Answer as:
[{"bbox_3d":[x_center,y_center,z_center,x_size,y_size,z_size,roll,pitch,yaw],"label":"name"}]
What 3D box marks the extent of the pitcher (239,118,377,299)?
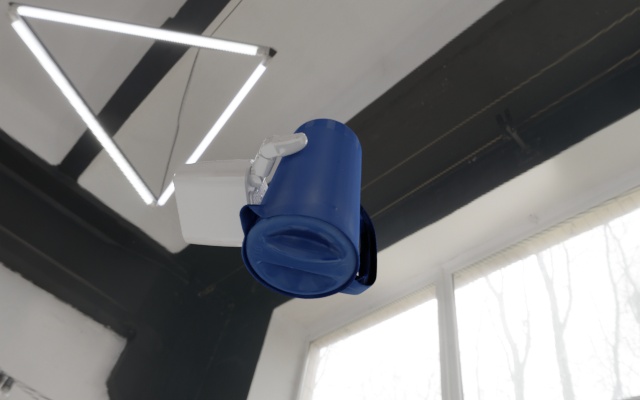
[{"bbox_3d":[0.000,0.002,0.621,0.145,0.149,0.242,-1,38,11],"label":"pitcher"}]
